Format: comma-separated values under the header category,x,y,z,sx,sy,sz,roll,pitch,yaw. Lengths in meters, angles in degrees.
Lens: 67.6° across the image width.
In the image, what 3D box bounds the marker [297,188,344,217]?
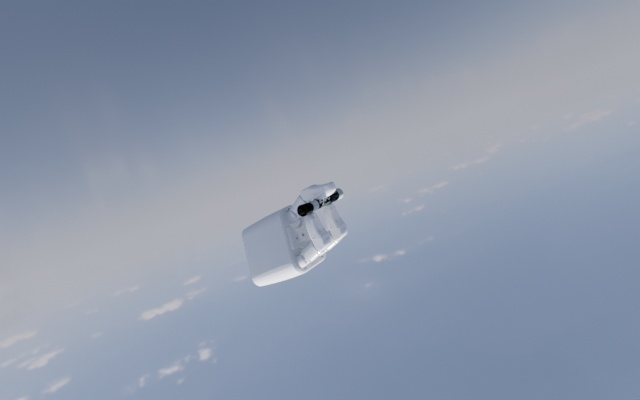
category,x,y,z,sx,sy,sz,roll,pitch,yaw
marker,0.000,0.003,0.762,0.020,0.020,0.121,0,14,32
